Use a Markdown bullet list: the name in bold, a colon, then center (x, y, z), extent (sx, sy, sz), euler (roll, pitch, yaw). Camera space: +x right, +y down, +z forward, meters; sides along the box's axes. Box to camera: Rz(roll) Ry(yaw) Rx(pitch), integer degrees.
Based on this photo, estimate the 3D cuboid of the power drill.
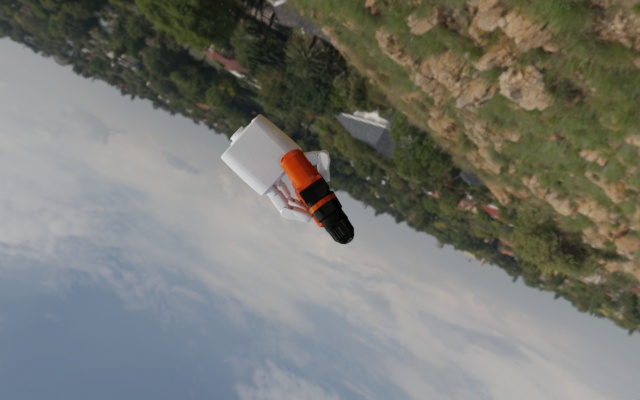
- **power drill**: center (0.000, 0.003, 0.870), extent (0.057, 0.184, 0.188), euler (-33, -8, -4)
